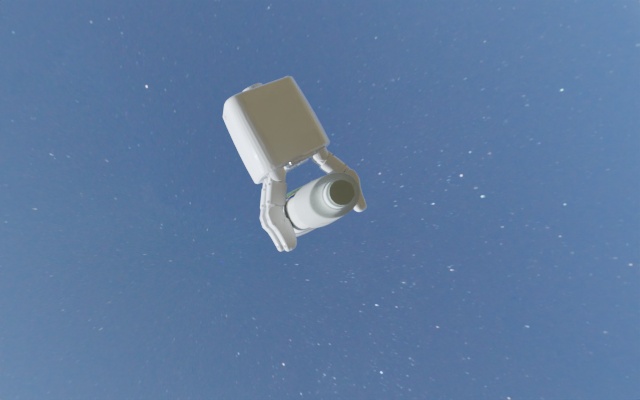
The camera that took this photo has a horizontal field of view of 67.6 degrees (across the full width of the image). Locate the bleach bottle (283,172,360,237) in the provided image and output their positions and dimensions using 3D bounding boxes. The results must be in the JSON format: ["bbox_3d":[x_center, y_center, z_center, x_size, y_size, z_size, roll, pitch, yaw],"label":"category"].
[{"bbox_3d":[0.000,0.002,0.626,0.102,0.068,0.251,-28,1,-15],"label":"bleach bottle"}]
